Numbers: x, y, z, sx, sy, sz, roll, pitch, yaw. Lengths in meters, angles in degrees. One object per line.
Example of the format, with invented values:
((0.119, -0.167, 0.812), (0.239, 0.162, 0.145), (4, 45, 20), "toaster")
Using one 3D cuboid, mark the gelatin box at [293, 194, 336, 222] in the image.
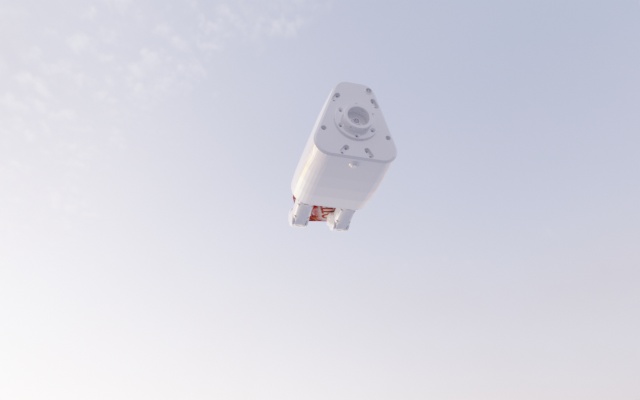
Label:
((0.000, 0.002, 0.662), (0.073, 0.030, 0.089), (1, -24, 0), "gelatin box")
